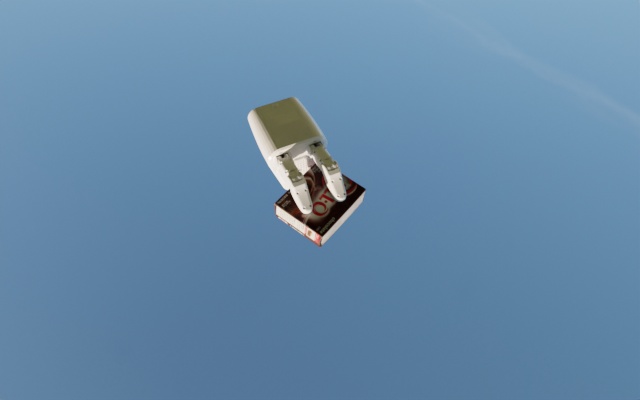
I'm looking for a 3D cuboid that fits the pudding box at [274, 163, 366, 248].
[{"bbox_3d":[0.000,0.002,0.717,0.090,0.113,0.039,33,-28,18],"label":"pudding box"}]
